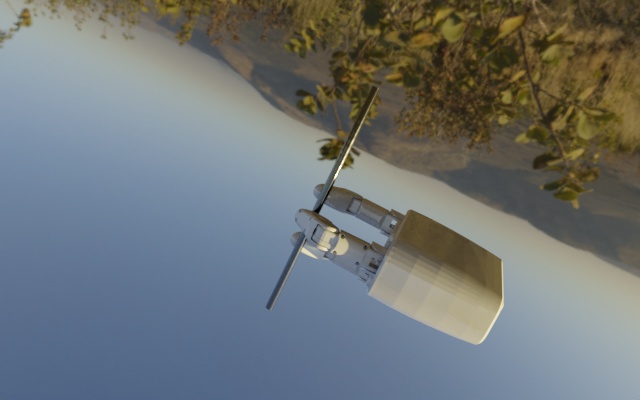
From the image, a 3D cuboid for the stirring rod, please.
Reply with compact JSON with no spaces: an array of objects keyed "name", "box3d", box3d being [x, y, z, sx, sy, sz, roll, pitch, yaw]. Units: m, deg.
[{"name":"stirring rod","box3d":[0.000,0.001,0.464,0.011,0.239,0.011,25,8,-4]}]
